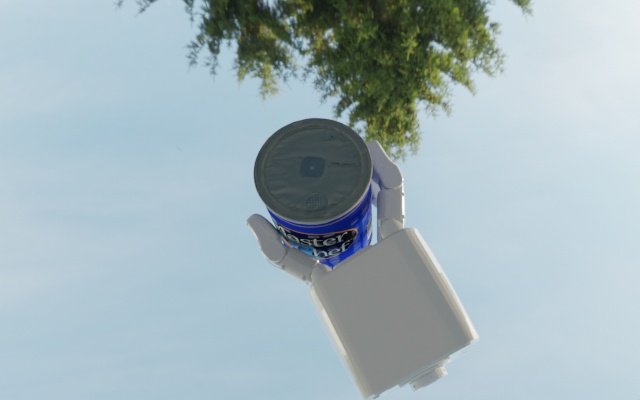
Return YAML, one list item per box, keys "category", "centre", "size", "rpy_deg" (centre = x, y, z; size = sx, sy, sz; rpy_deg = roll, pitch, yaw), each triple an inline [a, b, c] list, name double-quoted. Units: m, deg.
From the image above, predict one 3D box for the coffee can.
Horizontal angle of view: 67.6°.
- category: "coffee can"
  centre: [0.000, 0.001, 0.469]
  size: [0.103, 0.102, 0.140]
  rpy_deg: [0, -26, 7]
